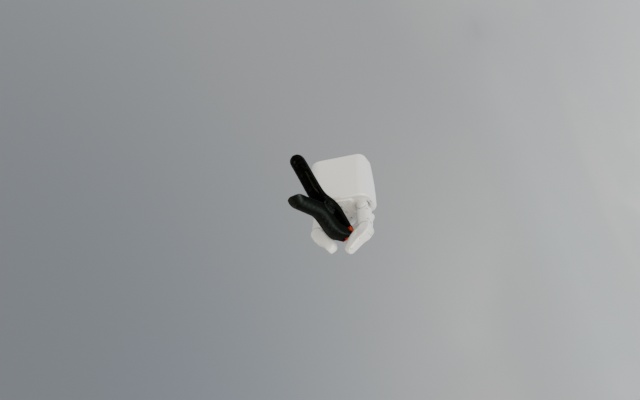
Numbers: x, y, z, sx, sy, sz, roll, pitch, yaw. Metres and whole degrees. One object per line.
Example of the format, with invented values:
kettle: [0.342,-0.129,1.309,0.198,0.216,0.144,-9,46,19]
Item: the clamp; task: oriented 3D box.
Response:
clamp: [0.001,0.003,0.789,0.039,0.120,0.171,-22,-44,23]
